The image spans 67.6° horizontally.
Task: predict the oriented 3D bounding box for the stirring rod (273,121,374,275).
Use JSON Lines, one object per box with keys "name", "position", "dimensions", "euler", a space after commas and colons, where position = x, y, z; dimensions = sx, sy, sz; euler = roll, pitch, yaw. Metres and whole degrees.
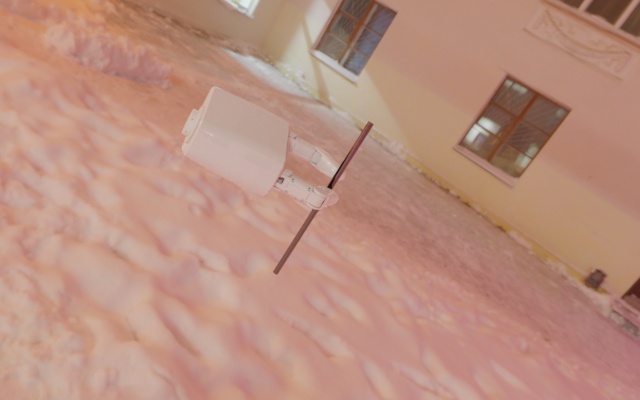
{"name": "stirring rod", "position": [0.000, 0.002, 0.620], "dimensions": [0.011, 0.239, 0.011], "euler": [29, 17, -10]}
